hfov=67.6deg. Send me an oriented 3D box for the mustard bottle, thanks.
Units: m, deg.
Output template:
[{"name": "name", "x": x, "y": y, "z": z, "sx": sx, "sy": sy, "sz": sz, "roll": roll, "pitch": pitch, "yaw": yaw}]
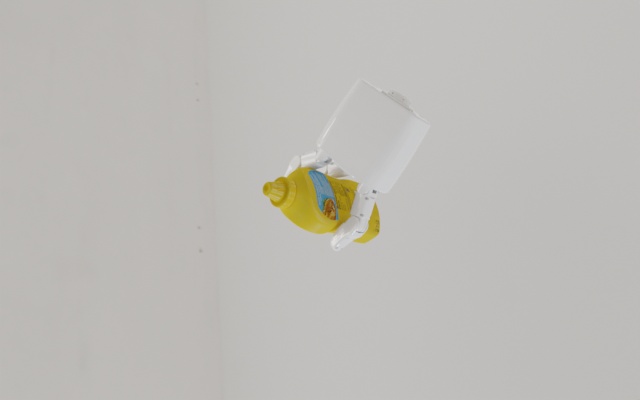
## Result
[{"name": "mustard bottle", "x": 0.000, "y": 0.002, "z": 0.660, "sx": 0.192, "sy": 0.096, "sz": 0.058, "roll": 15, "pitch": -41, "yaw": -44}]
